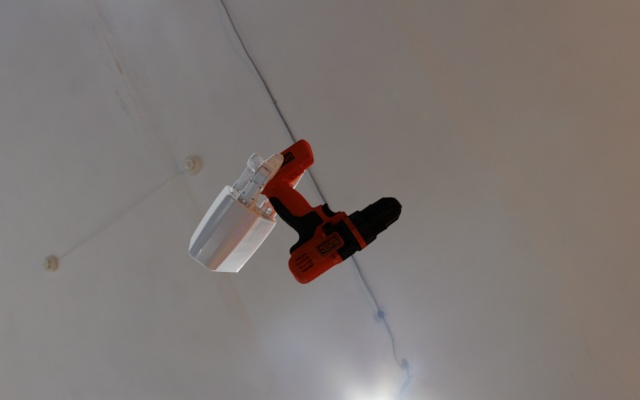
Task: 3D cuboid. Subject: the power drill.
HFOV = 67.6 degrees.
[{"bbox_3d":[0.000,0.002,0.703,0.184,0.187,0.057,-34,-21,-4],"label":"power drill"}]
